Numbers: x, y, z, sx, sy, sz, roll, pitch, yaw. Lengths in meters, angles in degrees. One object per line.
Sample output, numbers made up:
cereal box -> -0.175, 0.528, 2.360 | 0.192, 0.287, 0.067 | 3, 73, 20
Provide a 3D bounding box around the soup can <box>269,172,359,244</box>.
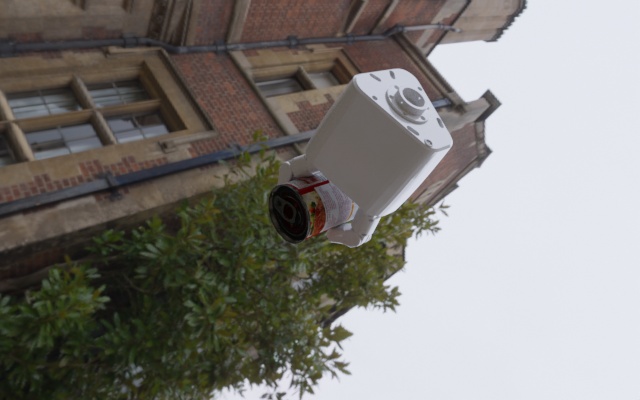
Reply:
soup can -> 0.000, 0.002, 0.555 | 0.102, 0.068, 0.068 | -21, 14, -40
